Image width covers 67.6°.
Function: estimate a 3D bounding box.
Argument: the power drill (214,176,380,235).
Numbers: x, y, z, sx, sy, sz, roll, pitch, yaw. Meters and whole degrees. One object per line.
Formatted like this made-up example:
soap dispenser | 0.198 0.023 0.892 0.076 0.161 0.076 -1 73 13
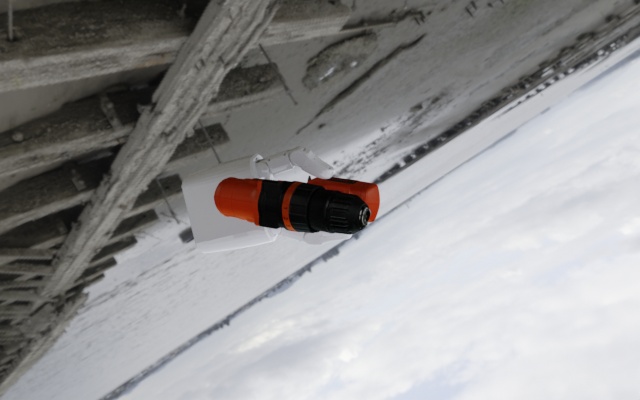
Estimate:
power drill | 0.000 0.002 0.559 0.184 0.057 0.187 10 5 29
